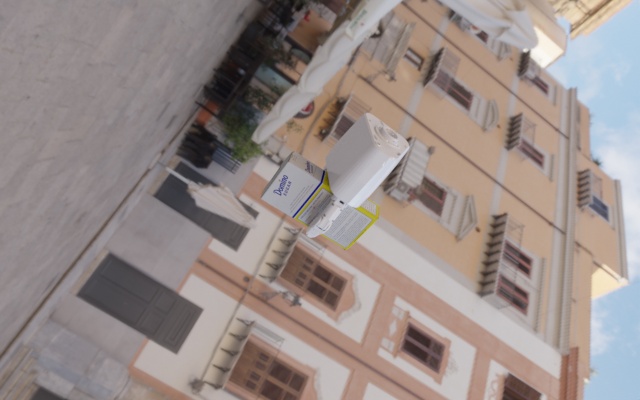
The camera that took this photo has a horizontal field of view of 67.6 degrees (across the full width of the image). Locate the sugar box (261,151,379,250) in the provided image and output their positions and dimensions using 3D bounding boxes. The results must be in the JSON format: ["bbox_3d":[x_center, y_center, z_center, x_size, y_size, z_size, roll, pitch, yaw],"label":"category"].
[{"bbox_3d":[0.000,0.002,0.793,0.176,0.093,0.048,34,32,-11],"label":"sugar box"}]
